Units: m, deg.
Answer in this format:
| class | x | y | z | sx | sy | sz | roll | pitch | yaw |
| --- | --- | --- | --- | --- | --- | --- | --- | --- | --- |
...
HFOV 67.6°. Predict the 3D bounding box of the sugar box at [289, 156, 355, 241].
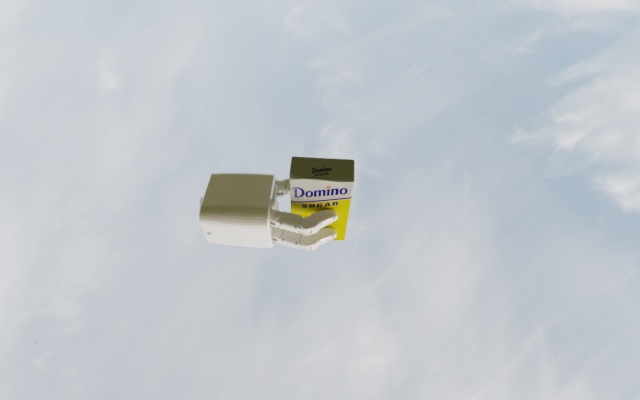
| class | x | y | z | sx | sy | sz | roll | pitch | yaw |
| --- | --- | --- | --- | --- | --- | --- | --- | --- | --- |
| sugar box | 0.000 | 0.003 | 0.740 | 0.093 | 0.048 | 0.176 | 3 | -30 | 0 |
